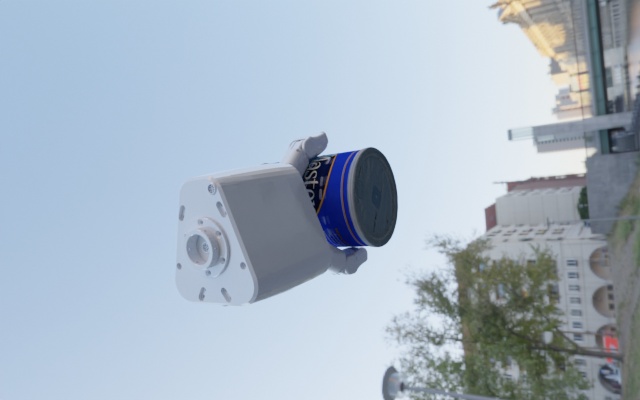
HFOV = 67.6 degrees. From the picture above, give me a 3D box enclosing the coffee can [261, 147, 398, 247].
[{"bbox_3d":[0.000,0.002,0.524,0.140,0.103,0.103,-5,-3,33],"label":"coffee can"}]
